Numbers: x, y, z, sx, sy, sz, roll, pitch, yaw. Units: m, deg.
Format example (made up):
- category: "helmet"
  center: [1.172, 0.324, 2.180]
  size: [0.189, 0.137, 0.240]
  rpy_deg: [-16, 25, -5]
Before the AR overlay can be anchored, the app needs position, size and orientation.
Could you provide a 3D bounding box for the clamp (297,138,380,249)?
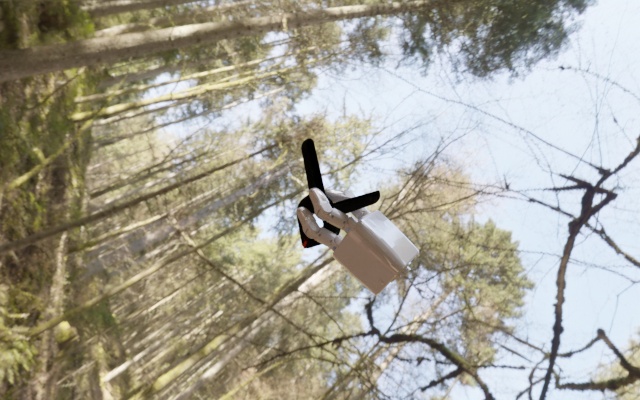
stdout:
- category: "clamp"
  center: [0.001, 0.003, 0.849]
  size: [0.036, 0.164, 0.210]
  rpy_deg: [-30, -20, -44]
